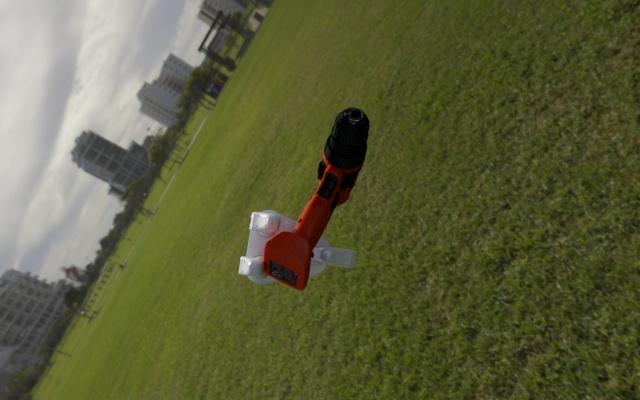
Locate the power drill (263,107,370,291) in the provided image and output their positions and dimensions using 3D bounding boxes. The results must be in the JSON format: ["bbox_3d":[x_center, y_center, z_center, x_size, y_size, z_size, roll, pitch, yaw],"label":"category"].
[{"bbox_3d":[0.000,0.002,0.568,0.057,0.187,0.184,26,-28,9],"label":"power drill"}]
